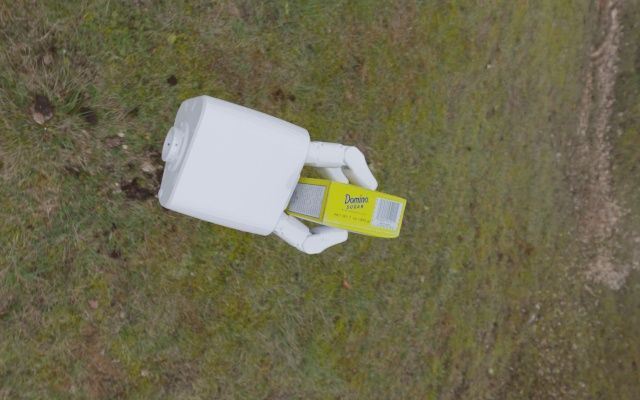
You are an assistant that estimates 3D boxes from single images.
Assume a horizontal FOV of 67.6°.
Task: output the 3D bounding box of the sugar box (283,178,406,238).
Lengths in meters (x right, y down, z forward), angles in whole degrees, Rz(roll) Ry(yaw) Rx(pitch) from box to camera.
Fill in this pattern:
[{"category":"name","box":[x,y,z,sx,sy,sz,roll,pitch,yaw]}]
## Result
[{"category":"sugar box","box":[0.000,0.001,0.521,0.093,0.048,0.176,14,1,-31]}]
